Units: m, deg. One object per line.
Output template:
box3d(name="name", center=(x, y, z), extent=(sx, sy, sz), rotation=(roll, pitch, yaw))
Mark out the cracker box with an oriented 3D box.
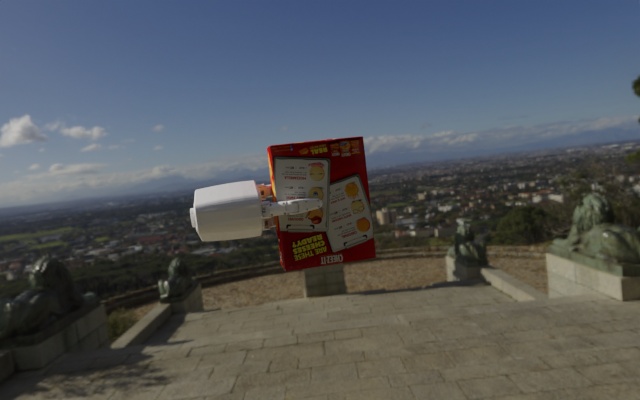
box3d(name="cracker box", center=(0.000, 0.003, 0.836), extent=(0.164, 0.214, 0.072), rotation=(-7, 4, -9))
